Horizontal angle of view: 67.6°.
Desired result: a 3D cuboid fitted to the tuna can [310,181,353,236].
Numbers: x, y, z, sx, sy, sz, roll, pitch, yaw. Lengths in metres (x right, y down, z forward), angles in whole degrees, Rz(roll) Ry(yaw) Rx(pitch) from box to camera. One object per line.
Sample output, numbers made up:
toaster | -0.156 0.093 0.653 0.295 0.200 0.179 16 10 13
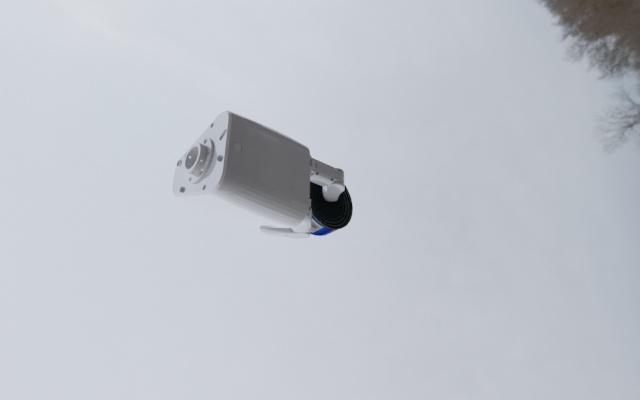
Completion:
tuna can | 0.000 0.002 0.620 0.086 0.086 0.034 0 -21 -45
